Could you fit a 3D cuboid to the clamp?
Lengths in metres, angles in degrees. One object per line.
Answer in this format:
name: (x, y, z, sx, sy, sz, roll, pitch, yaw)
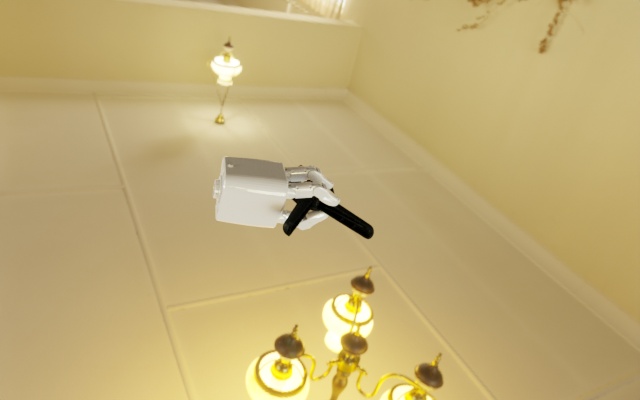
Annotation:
clamp: (0.000, 0.003, 0.868, 0.164, 0.036, 0.209, 9, 31, -19)
